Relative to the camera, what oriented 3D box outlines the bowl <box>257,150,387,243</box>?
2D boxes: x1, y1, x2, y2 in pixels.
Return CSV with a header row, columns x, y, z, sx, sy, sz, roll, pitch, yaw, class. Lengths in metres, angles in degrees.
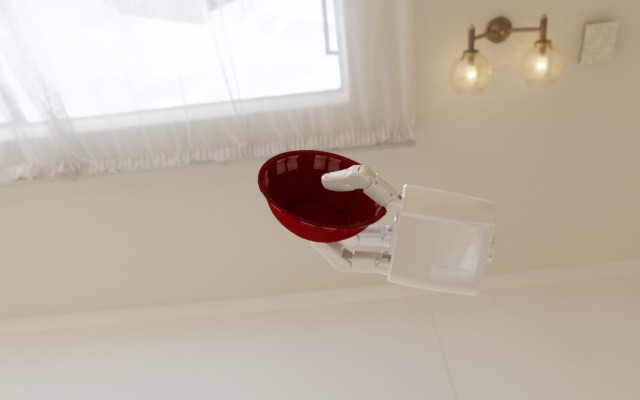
x,y,z,sx,sy,sz,roll,pitch,yaw,class
-0.001,0.002,0.587,0.162,0.055,0.162,9,36,-7,bowl
